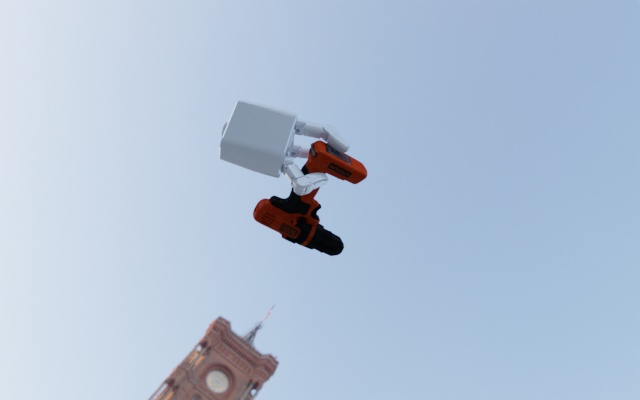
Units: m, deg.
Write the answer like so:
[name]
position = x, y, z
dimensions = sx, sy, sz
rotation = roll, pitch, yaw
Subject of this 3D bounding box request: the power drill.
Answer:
[power drill]
position = 0.000, 0.002, 0.840
dimensions = 0.184, 0.188, 0.057
rotation = 27, 23, -21
